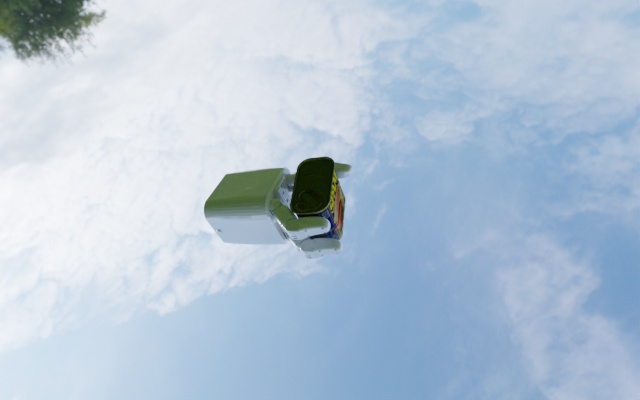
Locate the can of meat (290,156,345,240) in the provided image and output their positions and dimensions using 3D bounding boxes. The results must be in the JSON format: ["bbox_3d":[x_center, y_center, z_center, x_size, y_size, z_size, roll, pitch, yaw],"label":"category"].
[{"bbox_3d":[0.000,0.002,0.693,0.057,0.102,0.084,-5,-39,16],"label":"can of meat"}]
